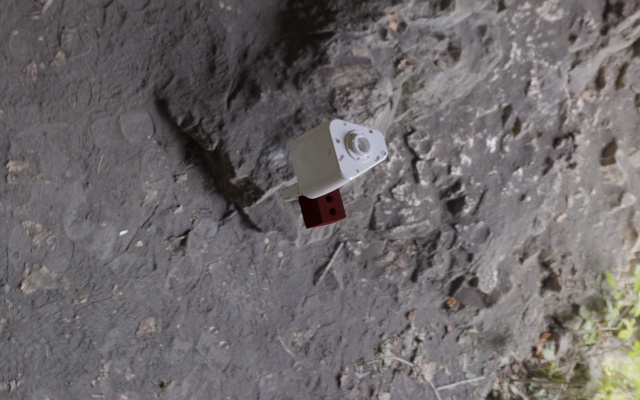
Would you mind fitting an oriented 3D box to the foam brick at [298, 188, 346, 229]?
[{"bbox_3d":[0.000,0.003,0.798,0.053,0.078,0.051,-11,-6,-38],"label":"foam brick"}]
